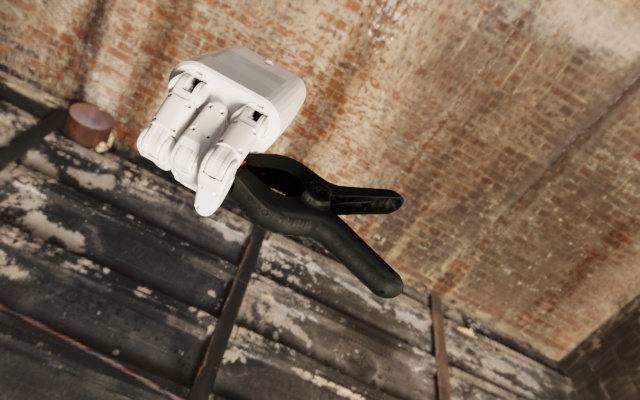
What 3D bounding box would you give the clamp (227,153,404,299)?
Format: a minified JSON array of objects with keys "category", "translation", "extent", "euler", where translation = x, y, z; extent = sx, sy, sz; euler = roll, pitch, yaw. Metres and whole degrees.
[{"category":"clamp","translation":[0.000,0.002,0.400],"extent":[0.171,0.039,0.120],"euler":[31,32,-3]}]
